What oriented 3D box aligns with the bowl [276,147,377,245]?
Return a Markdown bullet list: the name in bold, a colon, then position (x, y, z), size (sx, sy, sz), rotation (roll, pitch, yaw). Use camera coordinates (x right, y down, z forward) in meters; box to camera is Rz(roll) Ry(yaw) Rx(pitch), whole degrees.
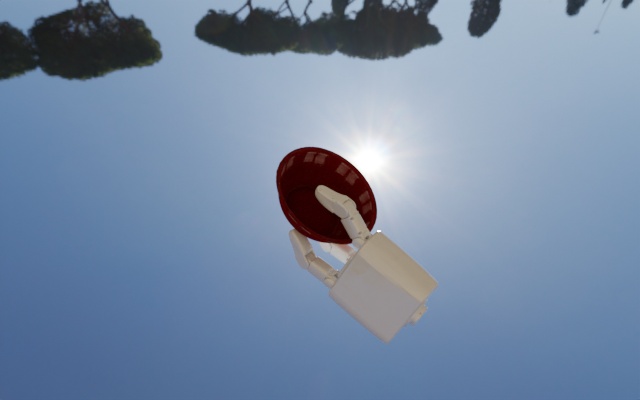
- **bowl**: position (-0.001, 0.001, 0.690), size (0.162, 0.162, 0.055), rotation (0, -31, -33)
